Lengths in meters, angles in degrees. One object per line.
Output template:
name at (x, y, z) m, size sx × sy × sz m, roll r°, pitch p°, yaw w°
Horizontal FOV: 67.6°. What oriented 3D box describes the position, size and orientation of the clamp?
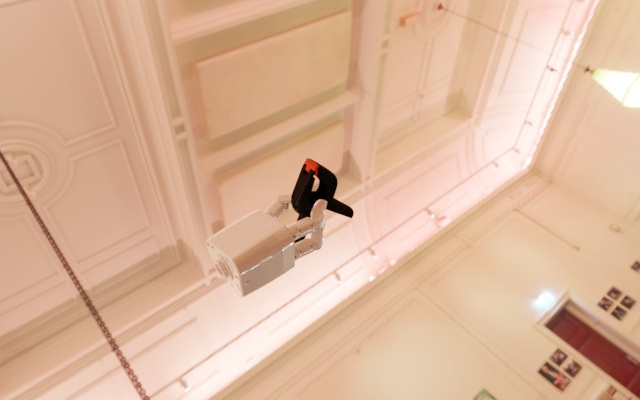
clamp at (-0.001, 0.002, 0.861) m, size 0.164 × 0.210 × 0.036 m, roll -30°, pitch 53°, yaw -27°
